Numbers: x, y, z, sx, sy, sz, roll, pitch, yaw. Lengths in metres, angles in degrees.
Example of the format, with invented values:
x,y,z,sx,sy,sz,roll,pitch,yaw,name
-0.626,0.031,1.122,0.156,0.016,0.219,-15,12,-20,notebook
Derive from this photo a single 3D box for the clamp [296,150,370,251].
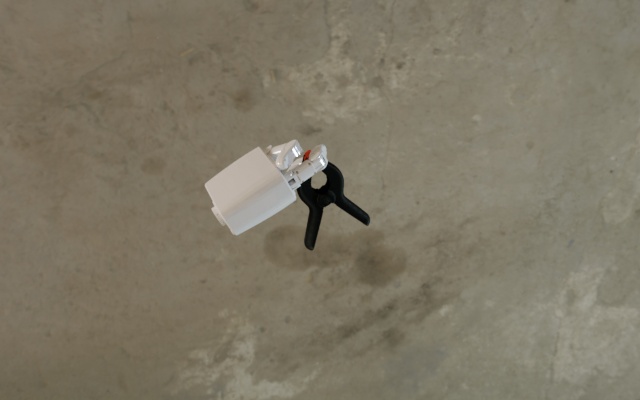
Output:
x,y,z,sx,sy,sz,roll,pitch,yaw,name
0.000,0.003,0.788,0.120,0.171,0.039,-34,25,-7,clamp
